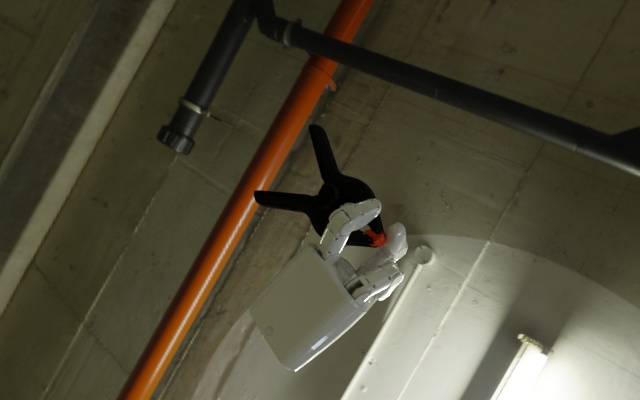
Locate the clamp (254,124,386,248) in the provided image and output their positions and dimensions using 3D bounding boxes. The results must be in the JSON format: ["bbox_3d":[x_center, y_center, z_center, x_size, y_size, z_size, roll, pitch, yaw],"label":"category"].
[{"bbox_3d":[0.001,0.002,0.556,0.171,0.120,0.039,50,12,28],"label":"clamp"}]
